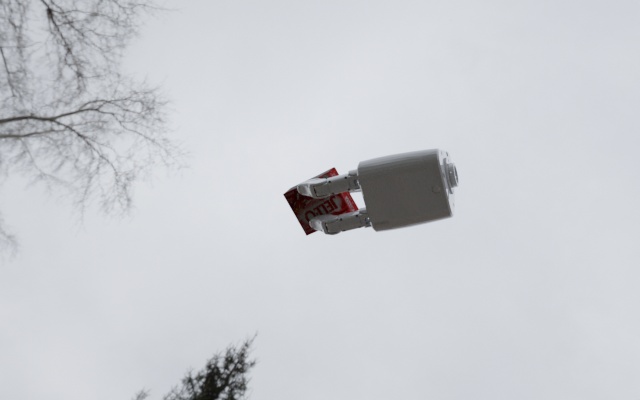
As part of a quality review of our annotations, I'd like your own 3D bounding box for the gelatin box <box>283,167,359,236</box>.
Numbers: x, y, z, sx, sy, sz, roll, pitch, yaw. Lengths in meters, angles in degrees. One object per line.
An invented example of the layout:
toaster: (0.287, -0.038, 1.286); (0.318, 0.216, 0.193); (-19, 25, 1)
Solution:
gelatin box: (0.000, 0.002, 0.697); (0.089, 0.073, 0.030); (-24, 10, 31)
